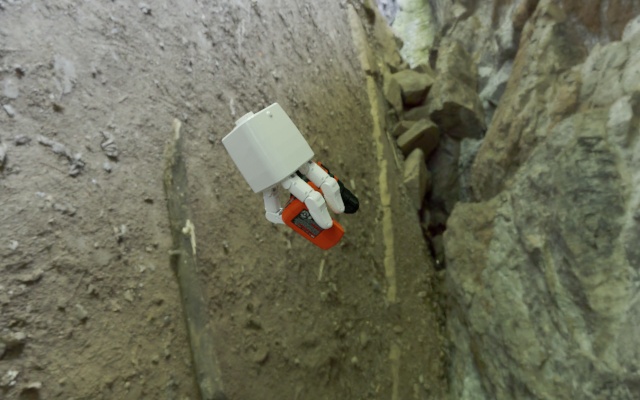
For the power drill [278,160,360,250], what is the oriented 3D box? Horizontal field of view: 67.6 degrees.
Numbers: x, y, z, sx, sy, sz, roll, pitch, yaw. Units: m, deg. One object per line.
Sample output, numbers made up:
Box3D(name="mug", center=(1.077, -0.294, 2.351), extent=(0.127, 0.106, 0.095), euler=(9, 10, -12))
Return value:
Box3D(name="power drill", center=(0.000, 0.003, 0.846), extent=(0.184, 0.057, 0.187), euler=(35, 25, -19))
